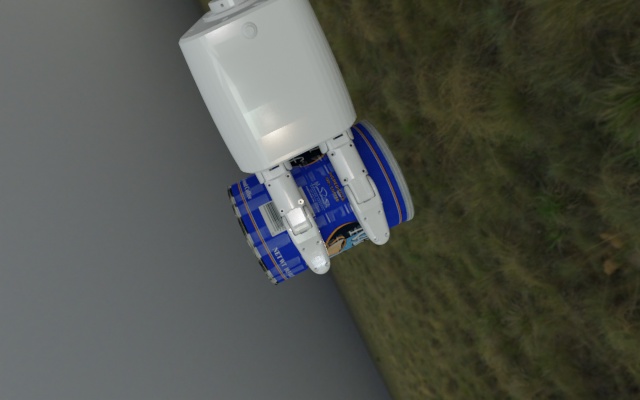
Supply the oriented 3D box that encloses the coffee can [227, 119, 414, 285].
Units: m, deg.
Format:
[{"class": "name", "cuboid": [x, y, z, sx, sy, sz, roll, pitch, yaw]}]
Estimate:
[{"class": "coffee can", "cuboid": [0.000, 0.001, 0.442, 0.140, 0.103, 0.103, -26, 1, -2]}]
